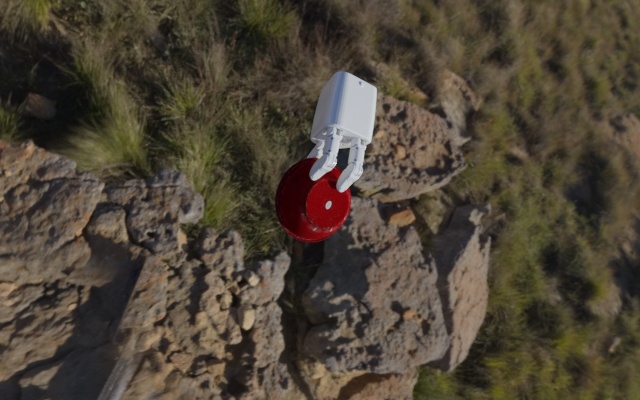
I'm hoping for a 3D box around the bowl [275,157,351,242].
[{"bbox_3d":[0.000,0.004,0.879,0.162,0.162,0.055,0,7,-31],"label":"bowl"}]
